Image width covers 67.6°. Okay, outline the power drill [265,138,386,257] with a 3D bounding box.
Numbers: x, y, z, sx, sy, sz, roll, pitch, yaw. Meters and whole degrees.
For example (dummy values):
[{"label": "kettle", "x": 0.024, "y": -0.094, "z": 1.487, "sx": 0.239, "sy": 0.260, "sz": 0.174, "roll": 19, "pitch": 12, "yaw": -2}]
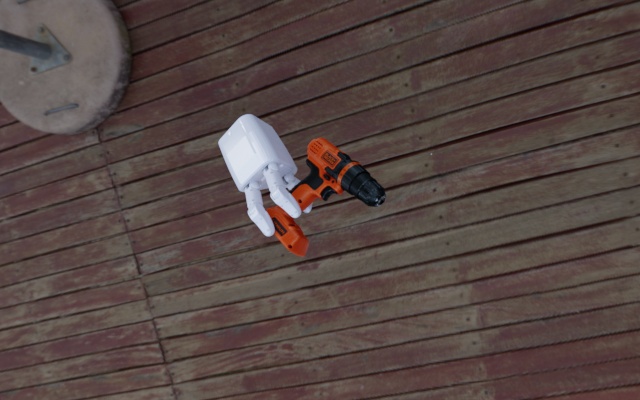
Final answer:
[{"label": "power drill", "x": 0.000, "y": 0.003, "z": 0.819, "sx": 0.184, "sy": 0.187, "sz": 0.057, "roll": 44, "pitch": 4, "yaw": 37}]
